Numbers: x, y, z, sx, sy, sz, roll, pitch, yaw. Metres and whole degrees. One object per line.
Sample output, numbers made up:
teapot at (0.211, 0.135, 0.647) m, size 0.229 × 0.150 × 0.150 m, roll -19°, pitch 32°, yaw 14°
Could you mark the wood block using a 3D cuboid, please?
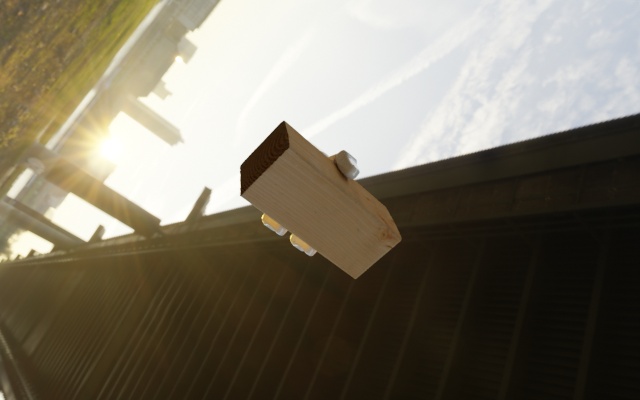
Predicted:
wood block at (0.000, 0.002, 0.639) m, size 0.206 × 0.091 × 0.090 m, roll 38°, pitch 18°, yaw -26°
